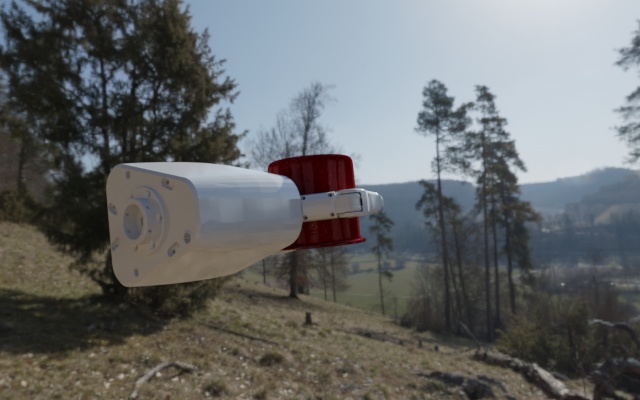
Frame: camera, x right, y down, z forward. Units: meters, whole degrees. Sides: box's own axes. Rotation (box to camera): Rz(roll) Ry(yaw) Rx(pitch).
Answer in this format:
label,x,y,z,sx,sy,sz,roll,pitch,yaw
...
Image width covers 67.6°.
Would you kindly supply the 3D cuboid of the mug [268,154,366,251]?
label,x,y,z,sx,sy,sz,roll,pitch,yaw
mug,0.001,0.001,0.461,0.093,0.081,0.117,-7,-3,34
